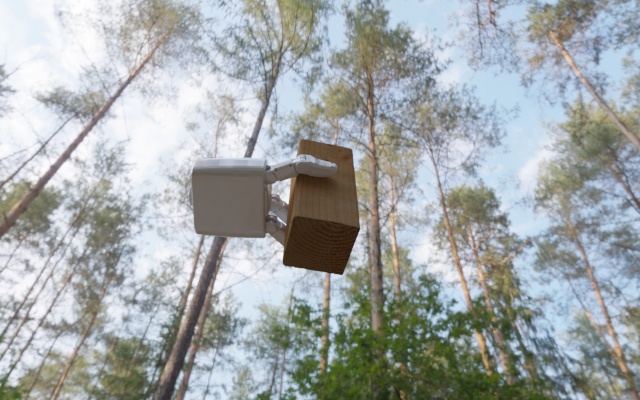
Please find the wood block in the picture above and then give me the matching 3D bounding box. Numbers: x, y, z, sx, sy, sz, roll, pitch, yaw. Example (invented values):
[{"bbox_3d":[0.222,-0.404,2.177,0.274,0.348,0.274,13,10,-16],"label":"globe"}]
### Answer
[{"bbox_3d":[0.000,0.002,0.716,0.090,0.091,0.206,11,35,-7],"label":"wood block"}]
